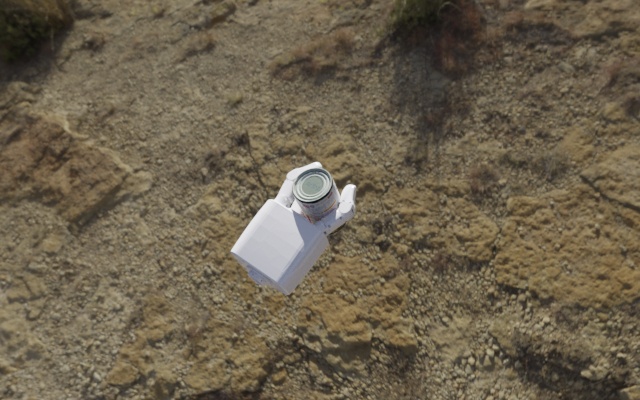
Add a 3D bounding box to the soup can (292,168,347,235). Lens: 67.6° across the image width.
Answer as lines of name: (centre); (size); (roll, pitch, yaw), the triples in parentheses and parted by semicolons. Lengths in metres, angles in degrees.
soup can: (0.000, 0.002, 0.776); (0.068, 0.068, 0.102); (0, -33, 19)
